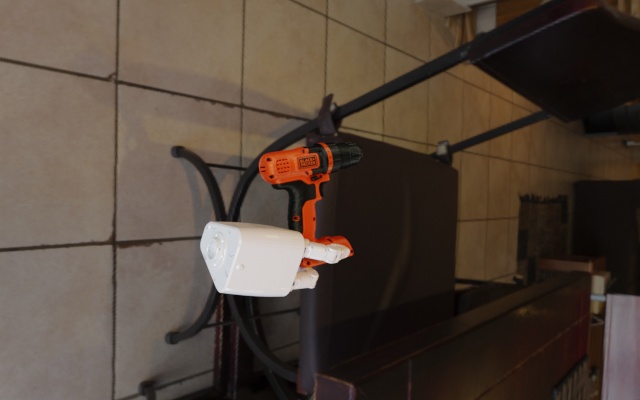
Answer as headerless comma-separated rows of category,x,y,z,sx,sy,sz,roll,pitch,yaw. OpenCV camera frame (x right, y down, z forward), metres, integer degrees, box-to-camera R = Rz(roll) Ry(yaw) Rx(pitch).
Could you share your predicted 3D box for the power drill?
power drill,0.000,0.003,0.765,0.184,0.187,0.057,-12,5,-29
